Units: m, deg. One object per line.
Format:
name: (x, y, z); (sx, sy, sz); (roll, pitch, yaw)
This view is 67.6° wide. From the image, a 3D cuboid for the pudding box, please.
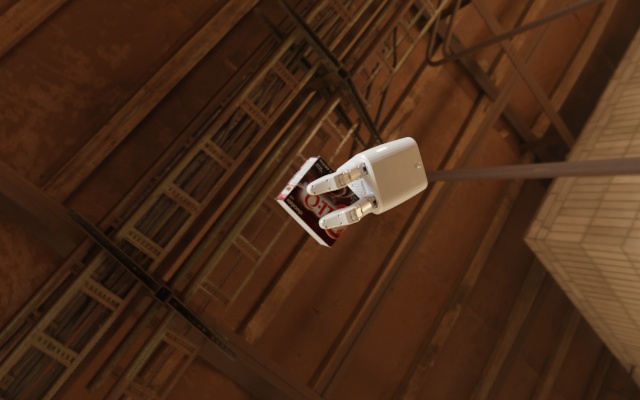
pudding box: (0.000, 0.002, 0.728); (0.113, 0.090, 0.039); (45, -17, -22)
